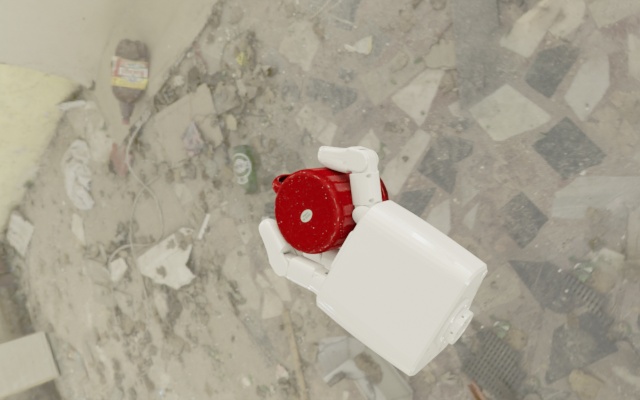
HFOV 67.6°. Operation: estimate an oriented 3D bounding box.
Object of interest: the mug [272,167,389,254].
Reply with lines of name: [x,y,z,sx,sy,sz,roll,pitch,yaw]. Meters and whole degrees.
mug: [-0.001,0.001,0.484,0.117,0.093,0.081,33,24,29]
